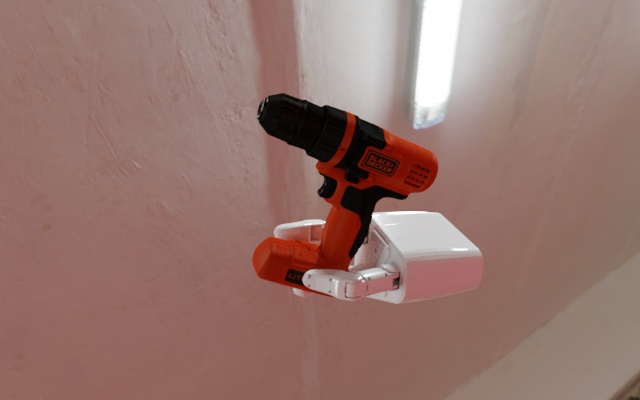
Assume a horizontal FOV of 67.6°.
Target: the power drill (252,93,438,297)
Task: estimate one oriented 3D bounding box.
[{"bbox_3d":[0.000,0.002,0.474,0.184,0.188,0.057,19,27,-18],"label":"power drill"}]
